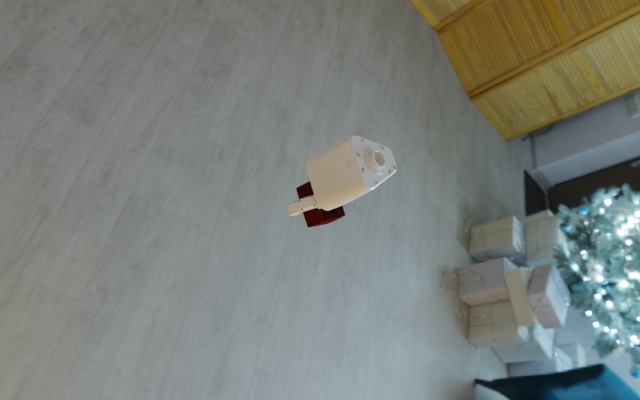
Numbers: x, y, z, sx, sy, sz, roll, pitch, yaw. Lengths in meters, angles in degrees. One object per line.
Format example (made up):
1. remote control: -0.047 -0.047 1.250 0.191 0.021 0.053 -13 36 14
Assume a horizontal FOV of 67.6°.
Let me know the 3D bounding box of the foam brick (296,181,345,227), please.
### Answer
1. foam brick: 0.000 0.003 0.853 0.053 0.078 0.051 -11 -9 -45
